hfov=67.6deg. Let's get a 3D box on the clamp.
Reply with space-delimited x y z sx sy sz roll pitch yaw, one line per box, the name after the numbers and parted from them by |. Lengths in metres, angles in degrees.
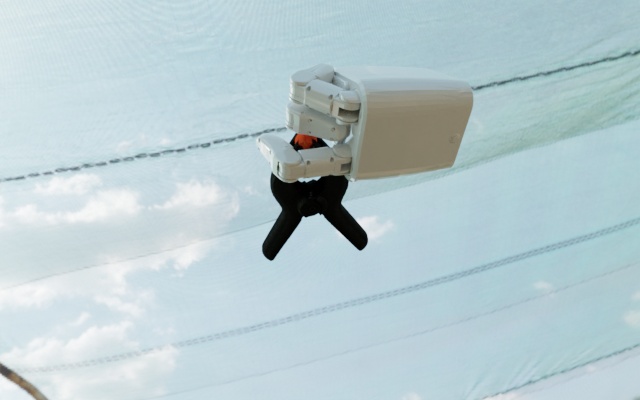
0.000 0.001 0.501 0.120 0.172 0.039 -4 45 -12 | clamp
